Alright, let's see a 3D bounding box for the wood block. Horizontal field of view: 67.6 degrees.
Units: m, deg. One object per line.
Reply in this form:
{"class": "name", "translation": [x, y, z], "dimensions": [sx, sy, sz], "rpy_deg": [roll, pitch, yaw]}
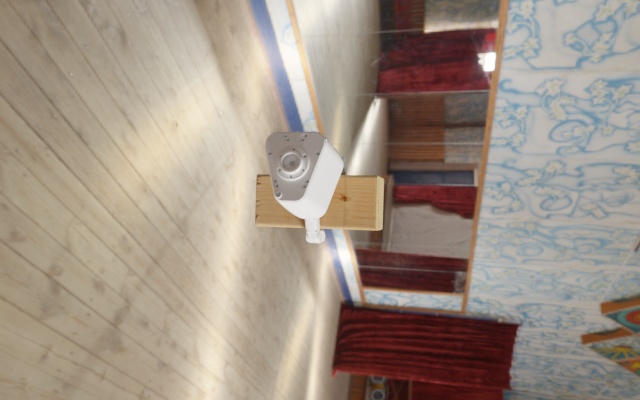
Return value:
{"class": "wood block", "translation": [0.000, 0.003, 0.825], "dimensions": [0.206, 0.091, 0.090], "rpy_deg": [2, -1, 15]}
